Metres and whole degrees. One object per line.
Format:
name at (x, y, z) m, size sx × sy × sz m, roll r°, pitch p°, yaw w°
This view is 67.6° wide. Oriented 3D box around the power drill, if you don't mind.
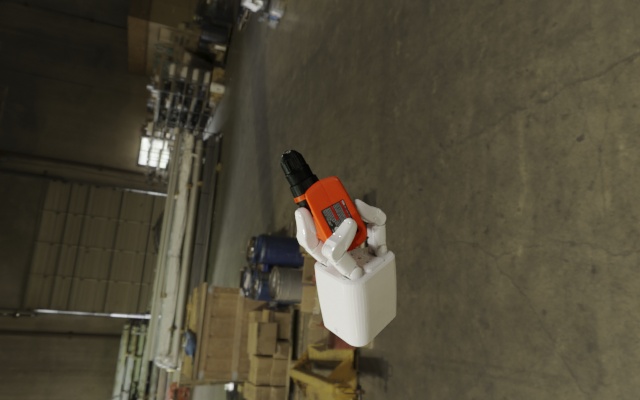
power drill at (0.000, 0.003, 0.724) m, size 0.057 × 0.184 × 0.187 m, roll -31°, pitch 7°, yaw -6°
